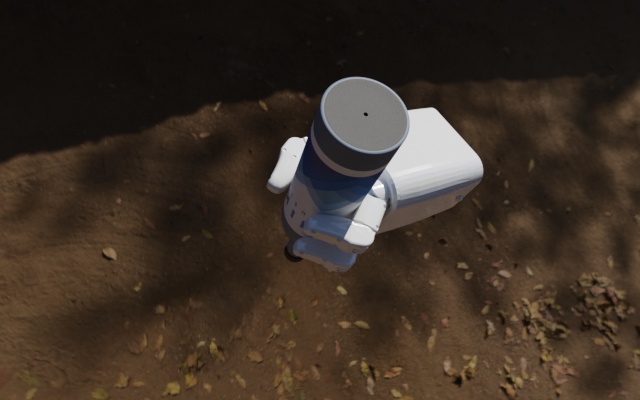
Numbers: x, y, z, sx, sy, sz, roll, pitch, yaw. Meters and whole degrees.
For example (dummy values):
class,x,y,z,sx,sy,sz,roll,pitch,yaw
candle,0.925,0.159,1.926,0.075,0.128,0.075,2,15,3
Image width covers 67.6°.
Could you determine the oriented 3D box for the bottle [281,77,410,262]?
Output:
class,x,y,z,sx,sy,sz,roll,pitch,yaw
bottle,0.000,0.001,0.466,0.069,0.069,0.296,0,-25,-14
